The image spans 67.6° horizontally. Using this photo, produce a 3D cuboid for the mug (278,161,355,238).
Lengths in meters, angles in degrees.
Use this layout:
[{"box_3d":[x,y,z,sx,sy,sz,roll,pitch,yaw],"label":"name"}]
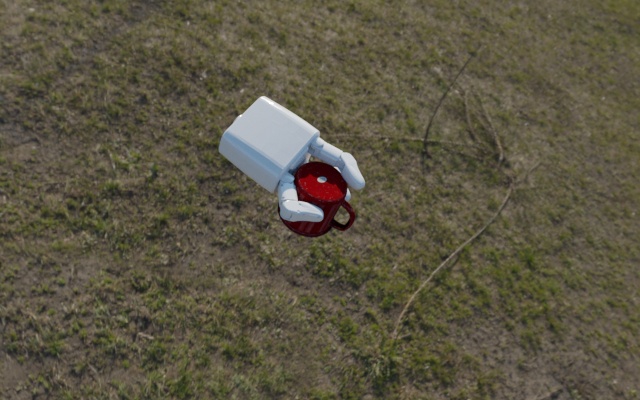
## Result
[{"box_3d":[0.001,0.003,0.719,0.117,0.081,0.093,36,47,7],"label":"mug"}]
